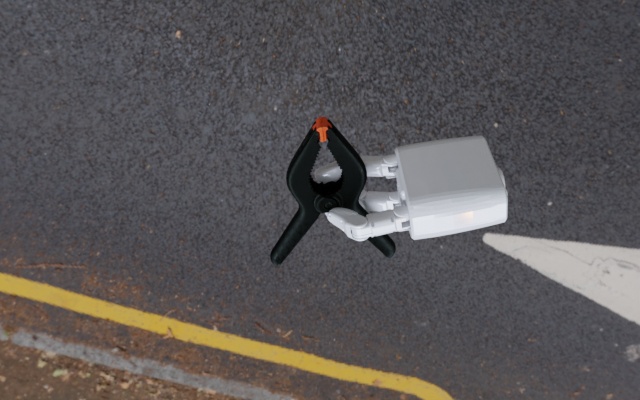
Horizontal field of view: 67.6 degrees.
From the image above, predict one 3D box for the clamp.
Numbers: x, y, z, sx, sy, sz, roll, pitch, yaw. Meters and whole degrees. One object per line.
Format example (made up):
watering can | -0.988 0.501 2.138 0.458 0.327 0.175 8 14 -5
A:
clamp | 0.000 0.002 0.581 0.164 0.210 0.036 -11 35 4
